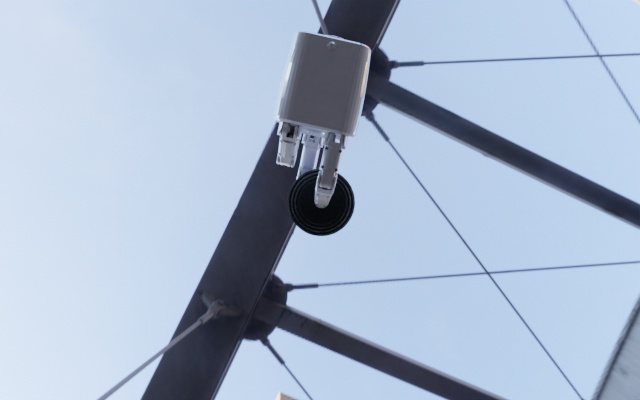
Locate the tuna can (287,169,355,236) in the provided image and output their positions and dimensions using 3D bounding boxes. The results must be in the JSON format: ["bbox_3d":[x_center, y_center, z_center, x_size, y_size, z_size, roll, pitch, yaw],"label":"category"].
[{"bbox_3d":[0.000,0.002,0.619,0.086,0.086,0.034,0,2,-4],"label":"tuna can"}]
